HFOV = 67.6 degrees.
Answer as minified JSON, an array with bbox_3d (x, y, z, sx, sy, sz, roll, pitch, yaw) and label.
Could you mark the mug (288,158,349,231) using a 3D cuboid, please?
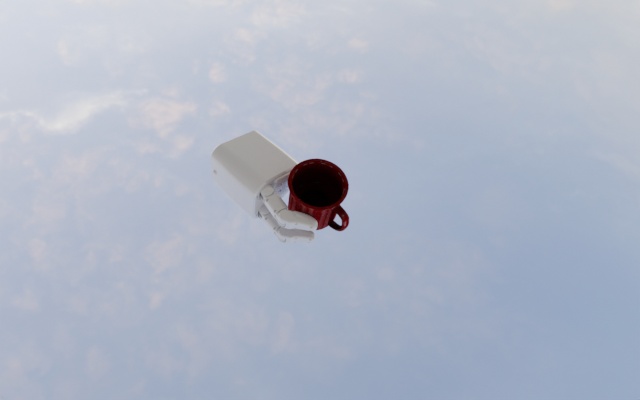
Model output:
[{"bbox_3d":[0.001,0.003,0.749,0.093,0.117,0.081,-40,-18,-27],"label":"mug"}]
